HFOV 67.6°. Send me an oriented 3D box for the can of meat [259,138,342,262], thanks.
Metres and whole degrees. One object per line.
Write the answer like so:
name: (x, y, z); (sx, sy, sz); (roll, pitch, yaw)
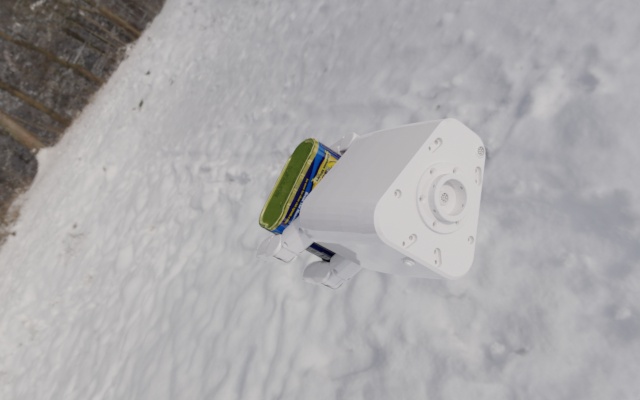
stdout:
can of meat: (0.000, 0.001, 0.465); (0.084, 0.102, 0.057); (30, -11, -24)
